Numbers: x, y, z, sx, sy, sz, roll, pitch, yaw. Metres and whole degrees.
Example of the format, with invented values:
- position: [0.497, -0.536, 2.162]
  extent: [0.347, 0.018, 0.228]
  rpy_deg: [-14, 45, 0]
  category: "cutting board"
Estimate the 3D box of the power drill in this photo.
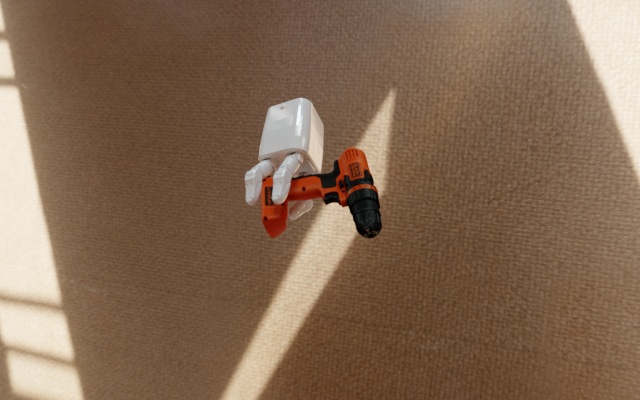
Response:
- position: [0.000, 0.002, 0.774]
  extent: [0.187, 0.184, 0.057]
  rpy_deg: [-13, -45, 5]
  category: "power drill"
